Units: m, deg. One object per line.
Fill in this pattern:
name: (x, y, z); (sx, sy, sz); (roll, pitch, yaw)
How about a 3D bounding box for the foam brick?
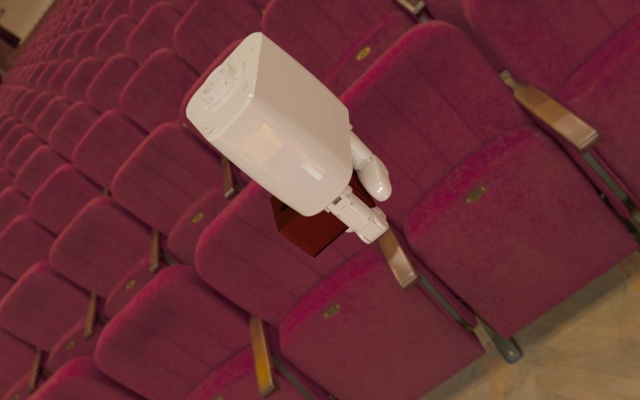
foam brick: (0.000, 0.002, 0.436); (0.051, 0.078, 0.053); (37, 19, -35)
